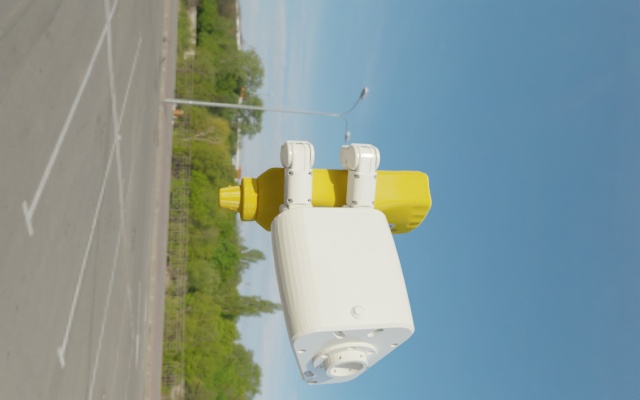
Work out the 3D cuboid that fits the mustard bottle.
[{"bbox_3d":[0.000,0.001,0.458,0.191,0.058,0.096,1,-16,-15],"label":"mustard bottle"}]
